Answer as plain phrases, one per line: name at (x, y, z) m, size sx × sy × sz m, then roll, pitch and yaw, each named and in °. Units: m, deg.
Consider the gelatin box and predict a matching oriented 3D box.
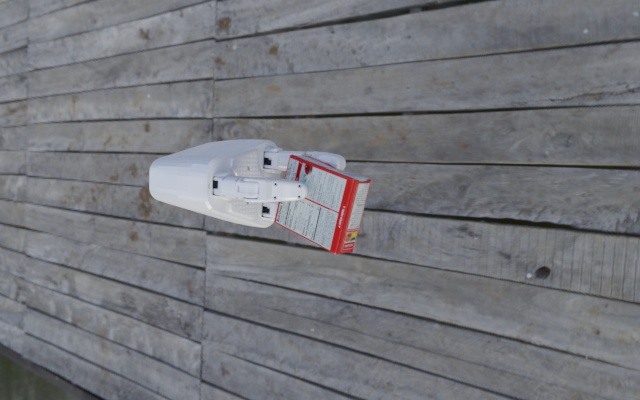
gelatin box at (0.000, 0.002, 0.463) m, size 0.089 × 0.073 × 0.030 m, roll 24°, pitch 17°, yaw 39°
